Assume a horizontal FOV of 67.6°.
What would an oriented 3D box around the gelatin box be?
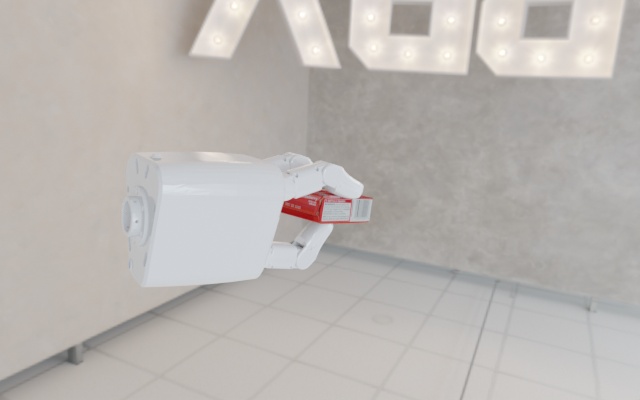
[{"bbox_3d":[0.000,0.002,0.500,0.073,0.030,0.089,15,8,39],"label":"gelatin box"}]
